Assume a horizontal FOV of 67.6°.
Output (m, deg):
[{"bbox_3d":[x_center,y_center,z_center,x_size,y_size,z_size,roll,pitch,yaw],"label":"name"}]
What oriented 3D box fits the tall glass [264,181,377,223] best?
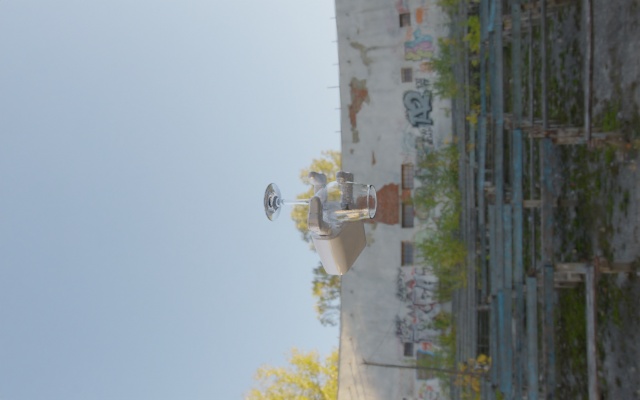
[{"bbox_3d":[-0.001,0.003,0.890,0.201,0.079,0.079,0,0,21],"label":"tall glass"}]
